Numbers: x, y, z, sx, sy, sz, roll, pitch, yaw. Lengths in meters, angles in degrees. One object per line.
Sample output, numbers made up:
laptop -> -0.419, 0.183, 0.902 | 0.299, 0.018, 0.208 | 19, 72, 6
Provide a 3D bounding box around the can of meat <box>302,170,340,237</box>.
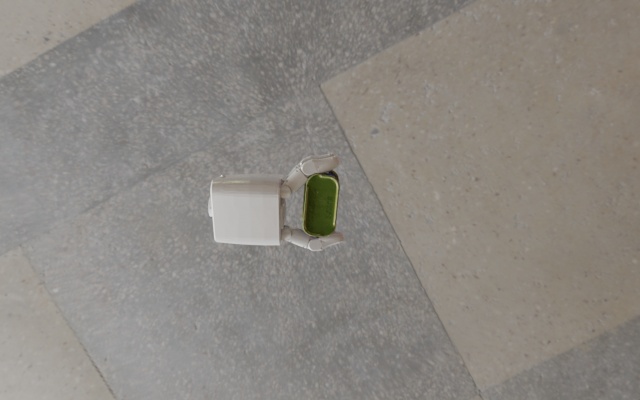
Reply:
can of meat -> 0.000, 0.003, 0.760 | 0.057, 0.102, 0.084 | 4, 8, -1
